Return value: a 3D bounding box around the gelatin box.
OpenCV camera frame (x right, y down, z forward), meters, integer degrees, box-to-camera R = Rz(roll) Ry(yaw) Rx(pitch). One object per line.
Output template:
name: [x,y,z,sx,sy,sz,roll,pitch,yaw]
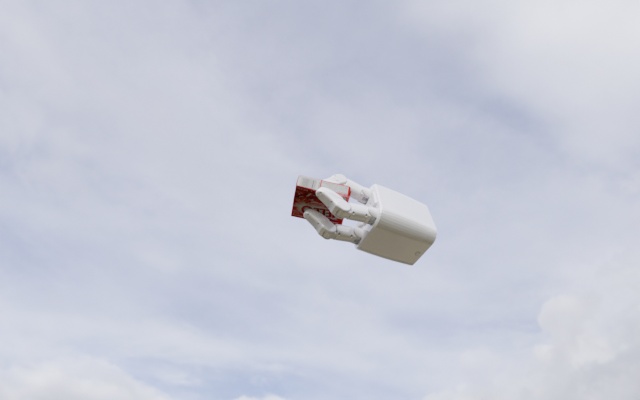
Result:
gelatin box: [0.000,0.002,0.786,0.089,0.073,0.030,13,45,0]
